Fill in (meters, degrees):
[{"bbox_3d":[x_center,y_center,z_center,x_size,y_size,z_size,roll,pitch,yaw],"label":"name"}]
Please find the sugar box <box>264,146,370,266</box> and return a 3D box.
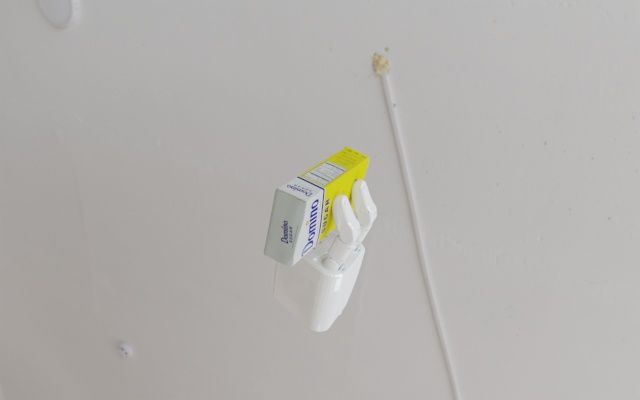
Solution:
[{"bbox_3d":[0.001,0.002,0.597,0.048,0.093,0.176,24,31,17],"label":"sugar box"}]
